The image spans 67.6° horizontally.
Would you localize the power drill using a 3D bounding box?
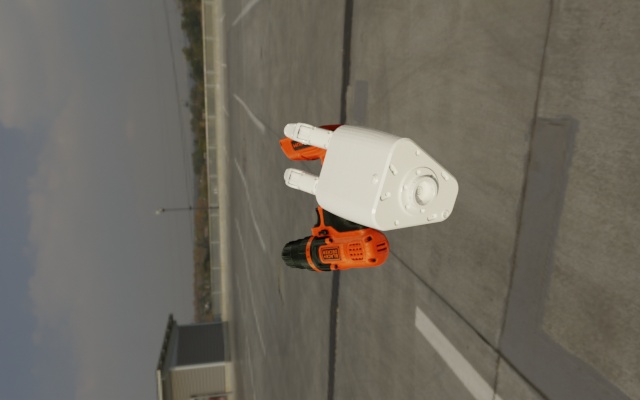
[{"bbox_3d":[0.000,0.002,0.637,0.184,0.187,0.057,-11,2,45],"label":"power drill"}]
